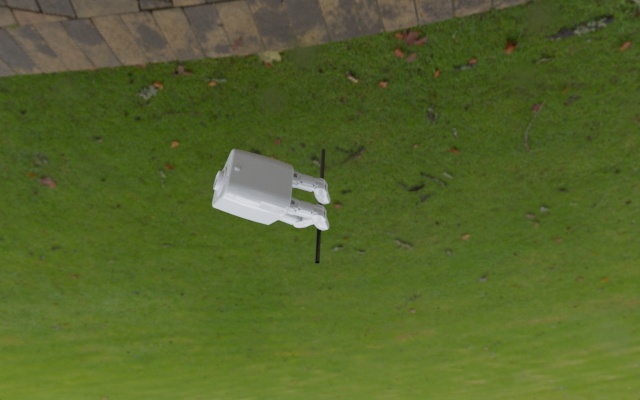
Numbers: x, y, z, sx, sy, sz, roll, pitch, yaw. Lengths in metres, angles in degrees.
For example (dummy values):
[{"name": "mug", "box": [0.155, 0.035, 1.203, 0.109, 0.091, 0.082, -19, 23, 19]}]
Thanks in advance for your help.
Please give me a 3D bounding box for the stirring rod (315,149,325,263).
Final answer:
[{"name": "stirring rod", "box": [0.000, 0.003, 0.862, 0.011, 0.239, 0.011, 2, -33, 1]}]
